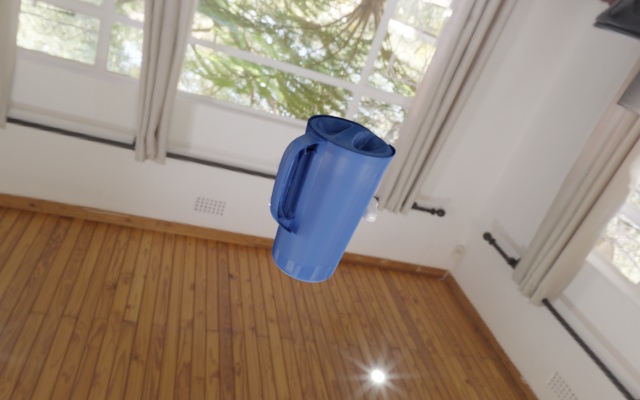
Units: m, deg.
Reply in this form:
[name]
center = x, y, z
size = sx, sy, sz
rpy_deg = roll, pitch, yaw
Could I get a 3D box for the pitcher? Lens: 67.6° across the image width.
[pitcher]
center = 0.000, 0.002, 0.721
size = 0.149, 0.243, 0.145
rpy_deg = 19, 26, -4
